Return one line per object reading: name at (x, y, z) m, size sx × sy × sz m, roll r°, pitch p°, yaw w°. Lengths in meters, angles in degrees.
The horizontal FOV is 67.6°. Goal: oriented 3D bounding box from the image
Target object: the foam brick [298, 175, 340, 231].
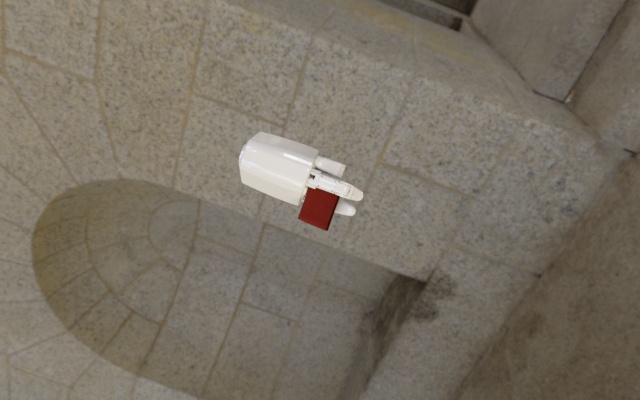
foam brick at (0.000, 0.003, 0.766) m, size 0.051 × 0.078 × 0.053 m, roll 20°, pitch 0°, yaw -1°
